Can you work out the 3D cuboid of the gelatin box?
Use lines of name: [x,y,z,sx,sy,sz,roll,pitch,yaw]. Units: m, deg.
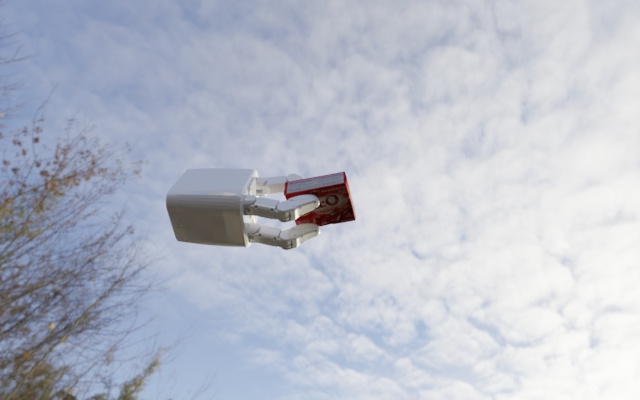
gelatin box: [0.000,0.002,0.677,0.089,0.073,0.030,-10,41,9]
